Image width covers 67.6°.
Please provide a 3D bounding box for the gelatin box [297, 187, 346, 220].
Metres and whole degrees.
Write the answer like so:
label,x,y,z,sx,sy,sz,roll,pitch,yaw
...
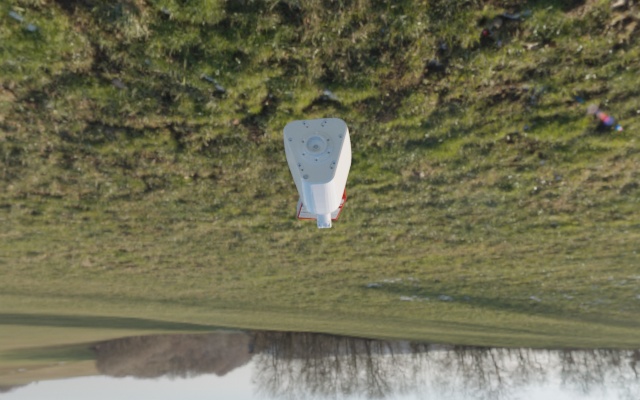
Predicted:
label,x,y,z,sx,sy,sz,roll,pitch,yaw
gelatin box,0.000,0.003,0.833,0.073,0.030,0.089,2,-27,-9
